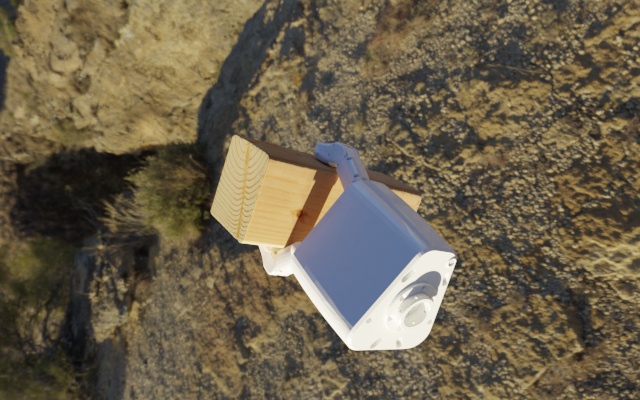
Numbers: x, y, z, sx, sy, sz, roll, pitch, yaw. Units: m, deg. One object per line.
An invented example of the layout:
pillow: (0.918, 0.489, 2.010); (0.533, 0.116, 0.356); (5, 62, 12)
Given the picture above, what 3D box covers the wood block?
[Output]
wood block: (0.000, 0.002, 0.529); (0.206, 0.091, 0.090); (12, 13, -36)
